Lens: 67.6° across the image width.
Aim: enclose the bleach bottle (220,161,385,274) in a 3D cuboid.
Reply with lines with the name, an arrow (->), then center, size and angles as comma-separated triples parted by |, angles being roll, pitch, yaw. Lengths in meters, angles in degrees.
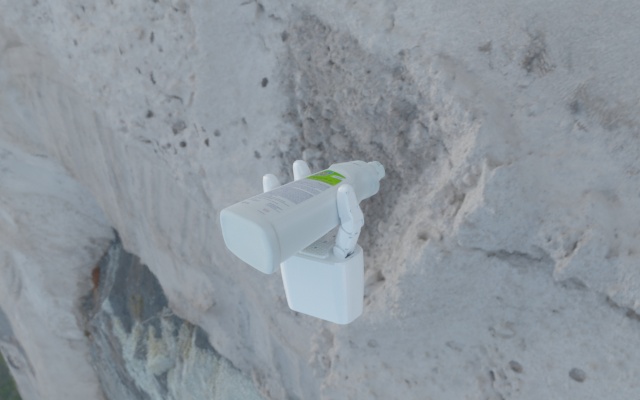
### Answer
bleach bottle -> 0.000, 0.002, 0.624 | 0.250, 0.068, 0.102 | -26, 34, -37
